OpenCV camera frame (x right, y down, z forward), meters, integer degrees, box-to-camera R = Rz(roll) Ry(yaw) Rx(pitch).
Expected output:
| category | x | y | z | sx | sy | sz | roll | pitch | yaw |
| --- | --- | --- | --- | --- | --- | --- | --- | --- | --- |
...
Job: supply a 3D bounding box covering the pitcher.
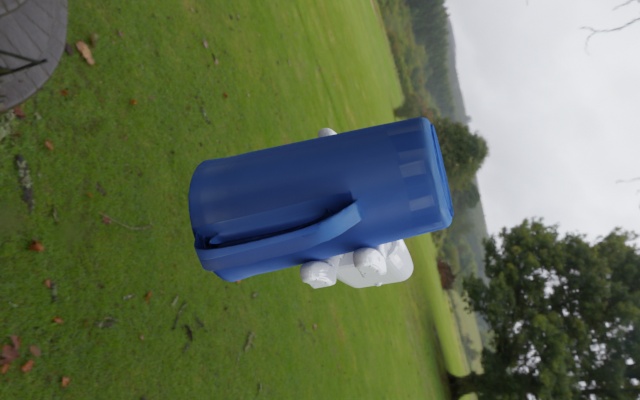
| category | x | y | z | sx | sy | sz | roll | pitch | yaw |
| --- | --- | --- | --- | --- | --- | --- | --- | --- | --- |
| pitcher | 0.000 | 0.002 | 0.473 | 0.243 | 0.149 | 0.145 | -13 | -28 | 17 |
